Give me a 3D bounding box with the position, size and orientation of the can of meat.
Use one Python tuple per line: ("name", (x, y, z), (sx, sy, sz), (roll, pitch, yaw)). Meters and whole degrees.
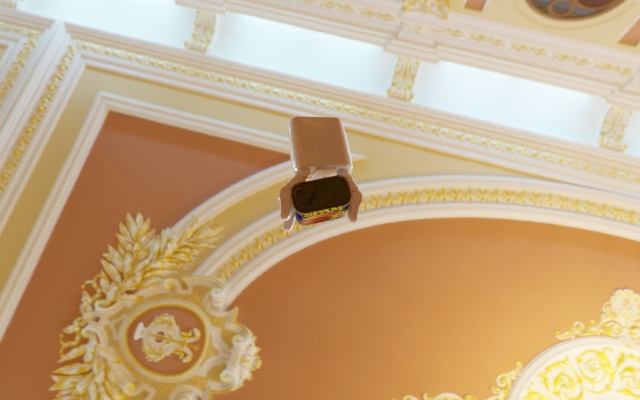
("can of meat", (0.000, 0.003, 0.845), (0.102, 0.057, 0.084), (-12, -19, -6))
